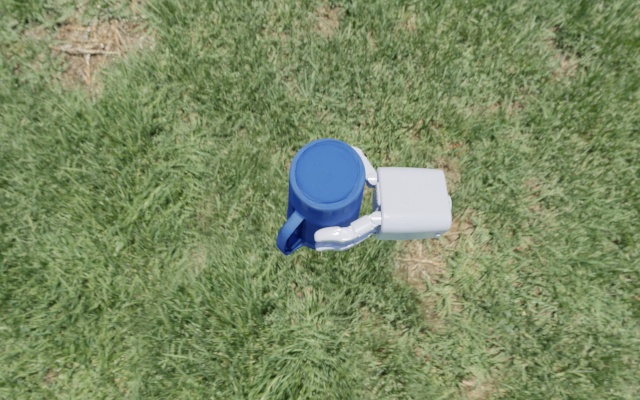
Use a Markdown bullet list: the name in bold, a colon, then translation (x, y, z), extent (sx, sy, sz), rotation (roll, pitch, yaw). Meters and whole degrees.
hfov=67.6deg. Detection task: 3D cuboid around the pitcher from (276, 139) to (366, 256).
- **pitcher**: translation (0.000, 0.002, 0.770), extent (0.145, 0.149, 0.243), rotation (1, -16, -1)
